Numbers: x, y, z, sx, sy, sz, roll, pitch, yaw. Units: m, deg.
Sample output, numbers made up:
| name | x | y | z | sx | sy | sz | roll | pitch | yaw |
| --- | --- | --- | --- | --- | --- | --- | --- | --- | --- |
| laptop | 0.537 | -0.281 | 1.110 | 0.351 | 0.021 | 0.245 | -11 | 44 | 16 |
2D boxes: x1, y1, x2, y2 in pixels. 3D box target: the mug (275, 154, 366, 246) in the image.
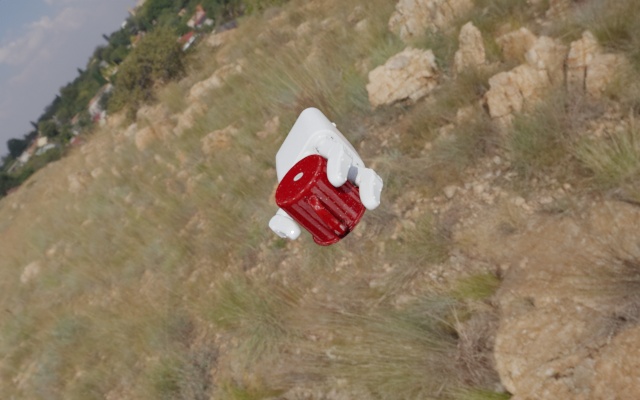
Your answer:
| name | x | y | z | sx | sy | sz | roll | pitch | yaw |
| --- | --- | --- | --- | --- | --- | --- | --- | --- | --- |
| mug | 0.000 | 0.003 | 0.584 | 0.081 | 0.093 | 0.117 | 41 | 12 | -27 |
